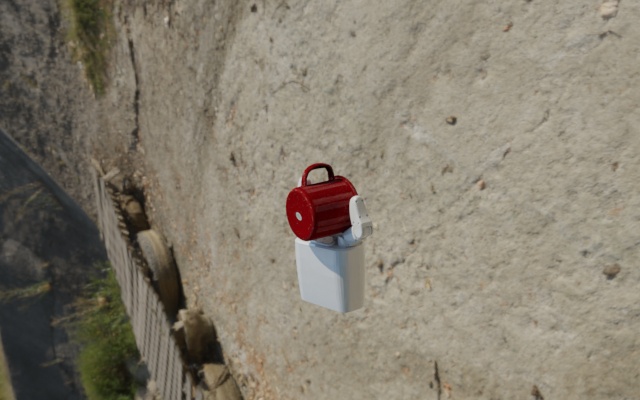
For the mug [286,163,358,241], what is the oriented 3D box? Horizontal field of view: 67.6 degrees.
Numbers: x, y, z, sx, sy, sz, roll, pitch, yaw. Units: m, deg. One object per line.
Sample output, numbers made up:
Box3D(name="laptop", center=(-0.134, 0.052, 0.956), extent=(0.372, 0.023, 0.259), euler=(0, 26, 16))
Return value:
Box3D(name="mug", center=(0.000, 0.001, 0.714), extent=(0.081, 0.117, 0.093), euler=(-13, 14, -32))
